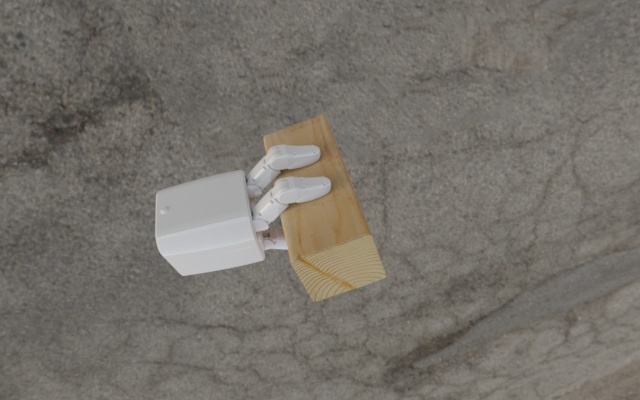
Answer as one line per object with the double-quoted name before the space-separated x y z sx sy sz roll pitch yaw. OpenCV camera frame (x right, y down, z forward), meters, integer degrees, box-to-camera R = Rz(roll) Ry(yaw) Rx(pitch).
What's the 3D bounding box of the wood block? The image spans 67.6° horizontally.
"wood block" 0.000 0.002 0.578 0.090 0.206 0.091 -20 -42 3
